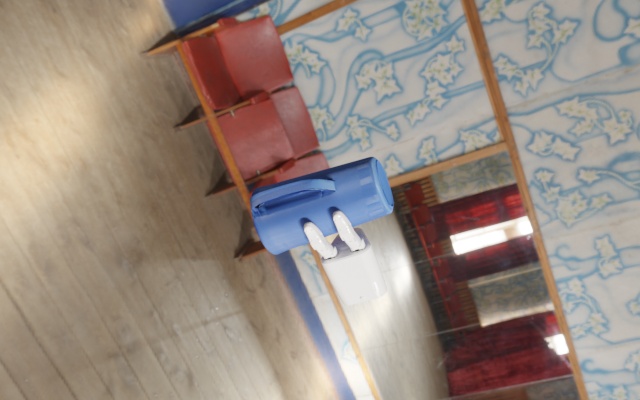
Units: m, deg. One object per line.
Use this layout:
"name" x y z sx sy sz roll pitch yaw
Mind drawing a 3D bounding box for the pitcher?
"pitcher" 0.000 0.003 0.869 0.243 0.145 0.149 -18 20 16
